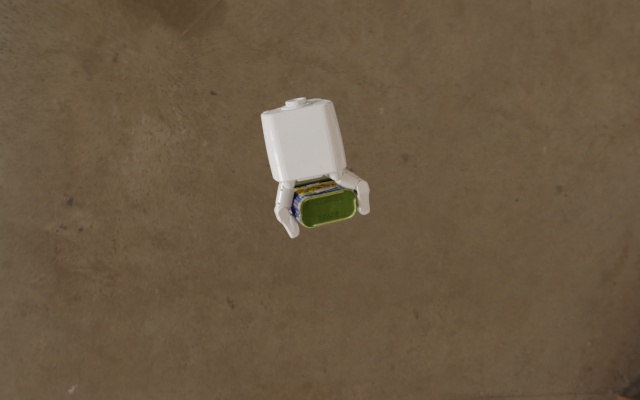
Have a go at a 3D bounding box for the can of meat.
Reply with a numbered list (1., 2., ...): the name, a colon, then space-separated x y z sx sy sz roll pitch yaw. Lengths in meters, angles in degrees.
1. can of meat: 0.000 0.003 0.782 0.102 0.057 0.084 -13 18 -16
